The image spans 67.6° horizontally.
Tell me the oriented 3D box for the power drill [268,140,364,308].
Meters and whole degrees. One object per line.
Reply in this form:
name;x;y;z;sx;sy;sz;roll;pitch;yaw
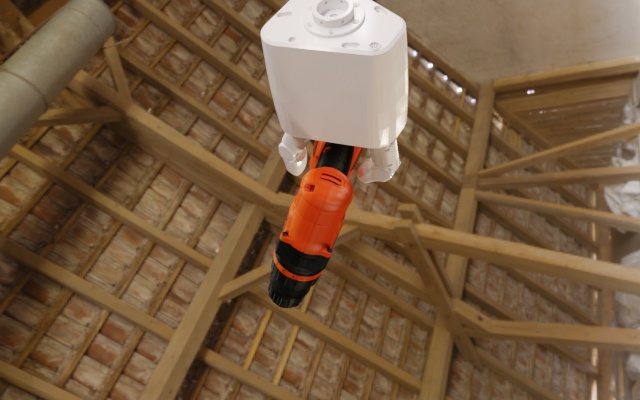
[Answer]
power drill;0.000;0.001;0.502;0.057;0.185;0.187;21;43;-4
